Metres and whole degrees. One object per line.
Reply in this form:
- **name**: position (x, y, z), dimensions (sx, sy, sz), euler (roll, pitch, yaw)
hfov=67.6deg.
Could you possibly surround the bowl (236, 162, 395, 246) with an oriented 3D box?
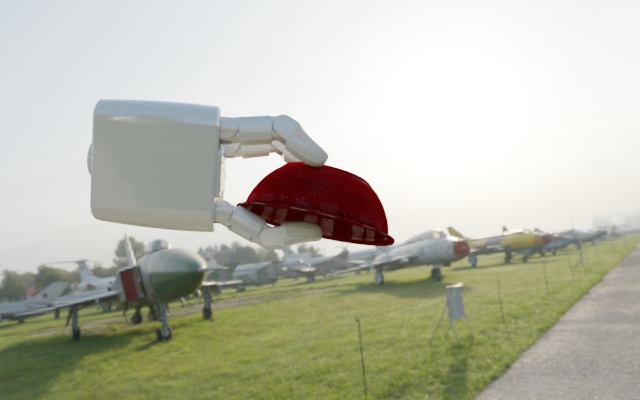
- **bowl**: position (0.001, 0.002, 0.483), dimensions (0.162, 0.055, 0.162), euler (13, -11, 3)
